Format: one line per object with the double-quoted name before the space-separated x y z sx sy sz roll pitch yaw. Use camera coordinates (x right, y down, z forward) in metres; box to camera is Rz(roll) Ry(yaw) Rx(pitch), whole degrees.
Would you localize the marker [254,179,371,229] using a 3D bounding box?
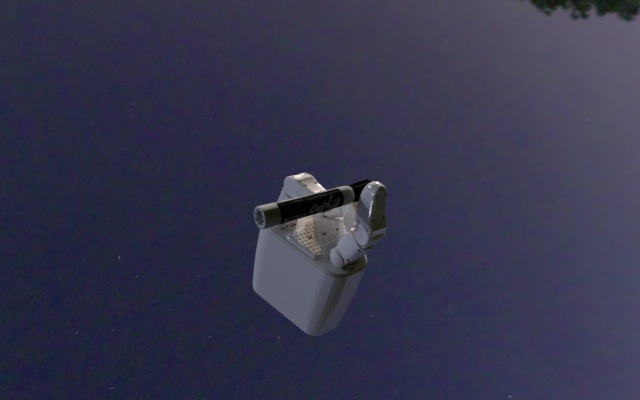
"marker" 0.000 0.001 0.410 0.121 0.020 0.020 -15 8 -34
